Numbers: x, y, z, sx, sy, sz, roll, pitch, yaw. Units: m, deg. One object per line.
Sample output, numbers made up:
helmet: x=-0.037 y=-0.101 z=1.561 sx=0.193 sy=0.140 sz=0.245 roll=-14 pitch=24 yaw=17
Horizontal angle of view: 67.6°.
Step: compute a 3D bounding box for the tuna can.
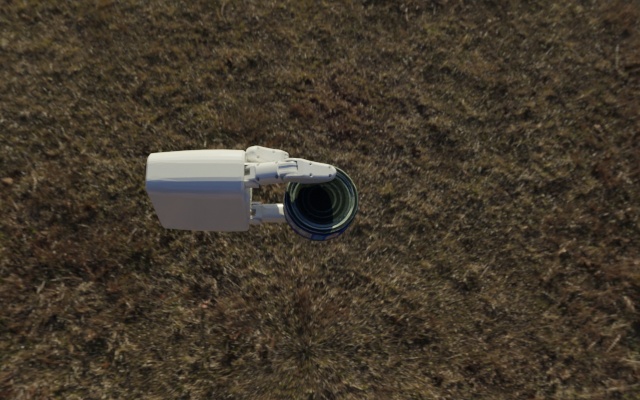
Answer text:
tuna can: x=0.000 y=0.002 z=0.549 sx=0.086 sy=0.086 sz=0.034 roll=0 pitch=-17 yaw=-7
